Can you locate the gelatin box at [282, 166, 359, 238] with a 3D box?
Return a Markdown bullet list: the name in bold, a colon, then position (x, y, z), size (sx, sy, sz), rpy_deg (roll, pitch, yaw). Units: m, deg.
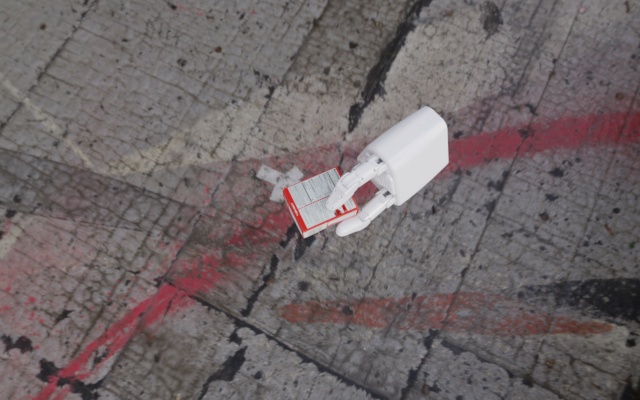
- **gelatin box**: position (0.000, 0.002, 0.683), size (0.089, 0.073, 0.030), rpy_deg (-23, -20, -10)
